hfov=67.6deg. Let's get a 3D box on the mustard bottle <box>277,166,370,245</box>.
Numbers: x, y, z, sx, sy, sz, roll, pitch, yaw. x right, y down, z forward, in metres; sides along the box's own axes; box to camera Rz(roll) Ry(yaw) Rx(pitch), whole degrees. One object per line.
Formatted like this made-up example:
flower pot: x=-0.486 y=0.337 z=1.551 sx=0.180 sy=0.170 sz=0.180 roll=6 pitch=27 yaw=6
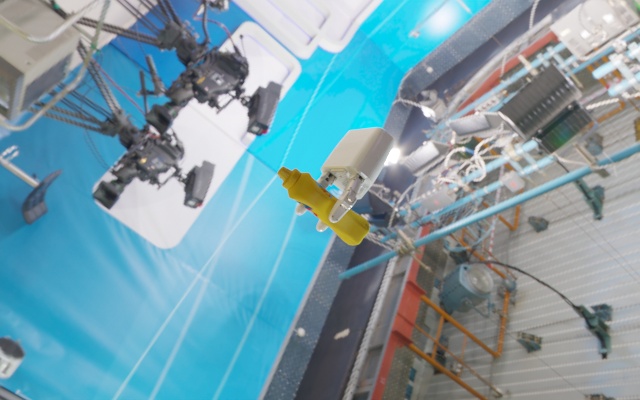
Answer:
mustard bottle: x=0.000 y=0.003 z=0.874 sx=0.192 sy=0.058 sz=0.096 roll=39 pitch=2 yaw=-15
